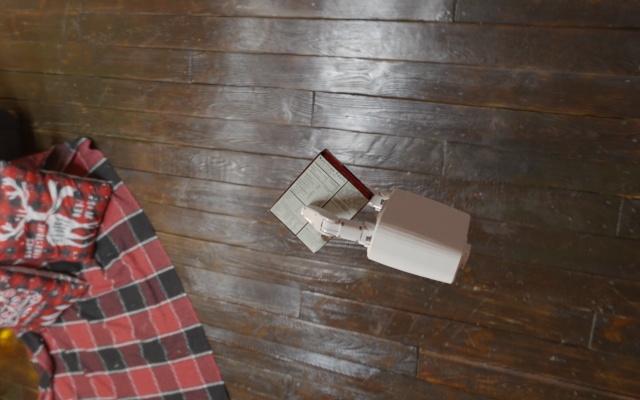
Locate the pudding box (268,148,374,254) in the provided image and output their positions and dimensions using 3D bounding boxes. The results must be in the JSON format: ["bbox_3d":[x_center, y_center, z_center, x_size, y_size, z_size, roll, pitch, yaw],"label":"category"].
[{"bbox_3d":[0.000,0.002,0.628,0.113,0.090,0.039,-46,-1,19],"label":"pudding box"}]
